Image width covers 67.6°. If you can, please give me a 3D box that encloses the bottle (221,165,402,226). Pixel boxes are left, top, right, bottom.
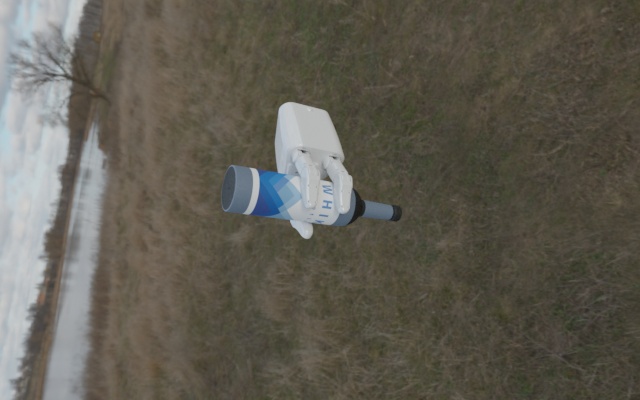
[{"bbox_3d":[0.000,0.002,0.737,0.296,0.069,0.069,9,-4,-27],"label":"bottle"}]
